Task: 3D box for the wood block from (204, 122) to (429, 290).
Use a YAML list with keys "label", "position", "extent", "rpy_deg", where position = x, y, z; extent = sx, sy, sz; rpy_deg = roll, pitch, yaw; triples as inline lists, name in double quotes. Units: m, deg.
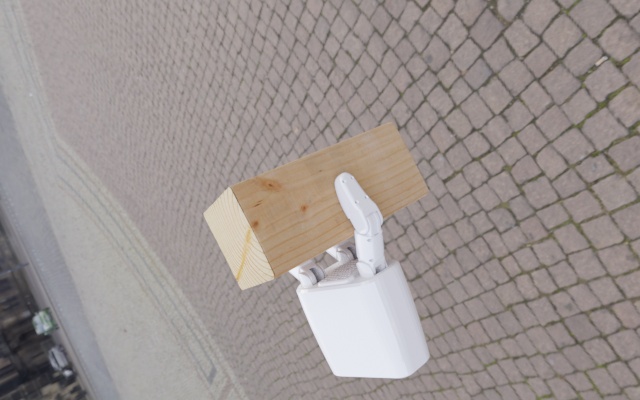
- label: "wood block"
  position: [0.000, 0.002, 0.497]
  extent: [0.206, 0.090, 0.091]
  rpy_deg: [-26, -3, -33]
